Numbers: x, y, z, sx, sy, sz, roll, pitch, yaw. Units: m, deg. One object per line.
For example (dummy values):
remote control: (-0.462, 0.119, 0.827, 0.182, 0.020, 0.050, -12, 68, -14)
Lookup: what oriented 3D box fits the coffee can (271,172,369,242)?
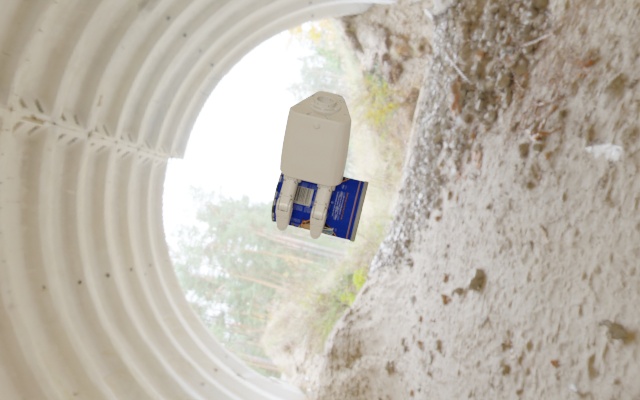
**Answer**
coffee can: (0.000, 0.003, 0.792, 0.140, 0.103, 0.103, 14, 1, 5)
